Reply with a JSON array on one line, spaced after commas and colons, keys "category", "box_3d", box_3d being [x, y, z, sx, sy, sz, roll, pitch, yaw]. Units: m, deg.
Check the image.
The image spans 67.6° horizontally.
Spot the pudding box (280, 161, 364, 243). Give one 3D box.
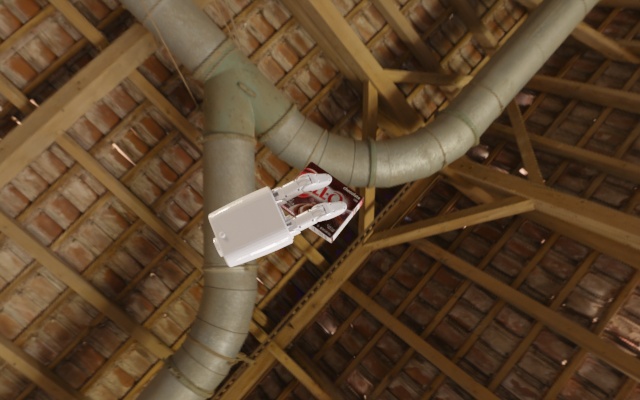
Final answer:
[{"category": "pudding box", "box_3d": [0.000, 0.003, 0.789, 0.113, 0.090, 0.039, 36, -16, 12]}]
